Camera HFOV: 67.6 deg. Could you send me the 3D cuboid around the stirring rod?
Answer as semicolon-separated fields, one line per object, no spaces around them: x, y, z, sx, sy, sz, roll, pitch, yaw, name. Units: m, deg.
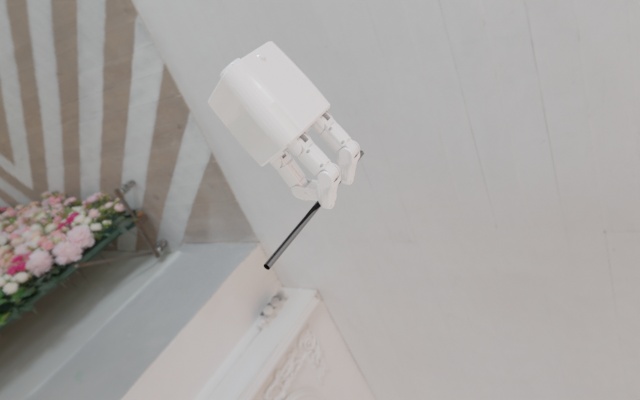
0.000;0.002;0.585;0.011;0.011;0.239;0;35;35;stirring rod
